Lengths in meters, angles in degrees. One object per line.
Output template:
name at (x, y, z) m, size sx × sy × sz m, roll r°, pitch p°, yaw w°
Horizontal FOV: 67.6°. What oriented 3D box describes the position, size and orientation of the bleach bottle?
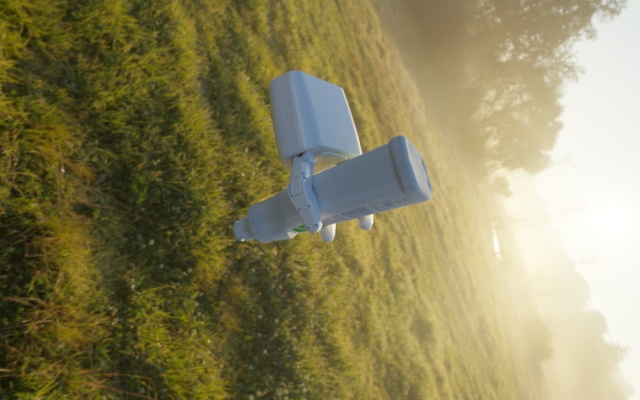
bleach bottle at (0.000, 0.002, 0.575) m, size 0.251 × 0.068 × 0.102 m, roll -19°, pitch -17°, yaw 21°
